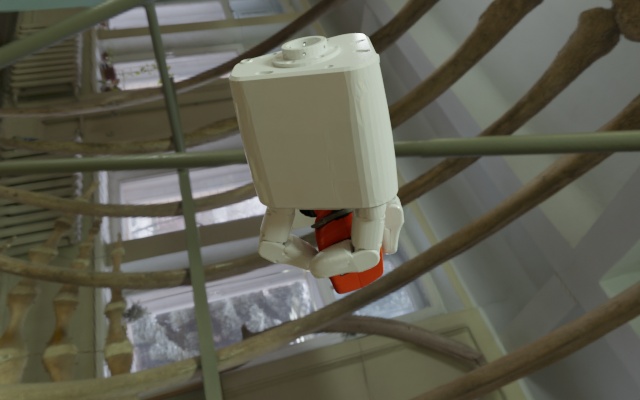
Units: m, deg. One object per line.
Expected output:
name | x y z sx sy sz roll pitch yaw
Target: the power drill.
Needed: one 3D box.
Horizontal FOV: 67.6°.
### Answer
power drill | 0.000 0.002 0.499 0.057 0.187 0.185 -25 -41 -6
